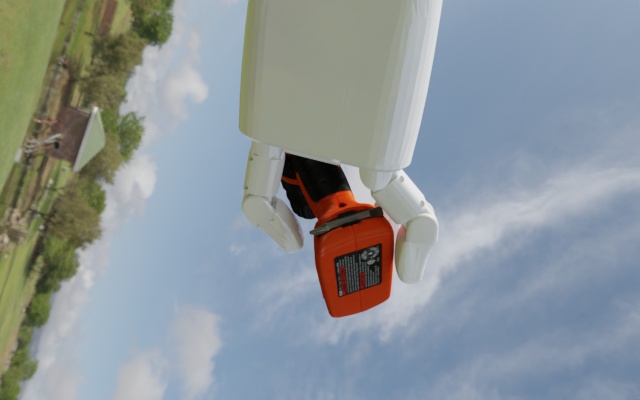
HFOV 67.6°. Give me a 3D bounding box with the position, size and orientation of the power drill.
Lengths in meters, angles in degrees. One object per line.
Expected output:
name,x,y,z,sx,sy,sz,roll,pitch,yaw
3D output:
power drill,0.000,0.001,0.411,0.057,0.187,0.185,-19,-40,-7
